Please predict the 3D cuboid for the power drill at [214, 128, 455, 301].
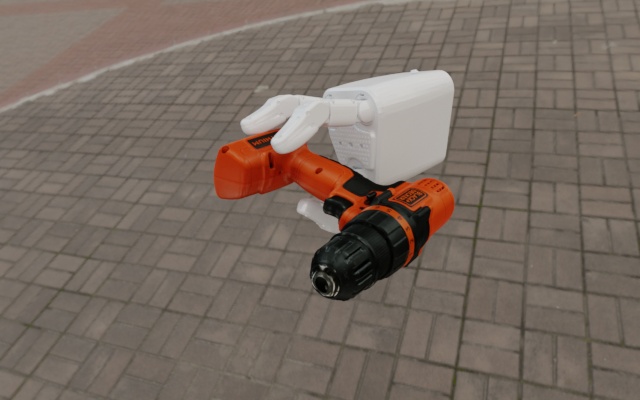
[{"bbox_3d":[0.000,0.001,0.406,0.187,0.057,0.184,27,30,27],"label":"power drill"}]
